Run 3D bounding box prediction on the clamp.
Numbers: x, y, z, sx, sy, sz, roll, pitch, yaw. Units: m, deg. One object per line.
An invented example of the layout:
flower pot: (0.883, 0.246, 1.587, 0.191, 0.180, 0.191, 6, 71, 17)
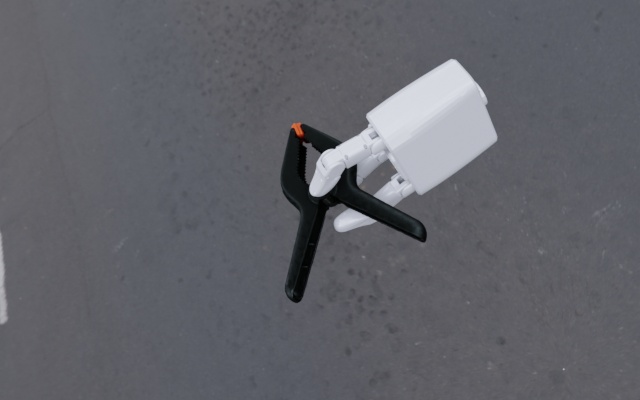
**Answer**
clamp: (0.000, 0.001, 0.546, 0.164, 0.210, 0.036, -33, -29, 7)
